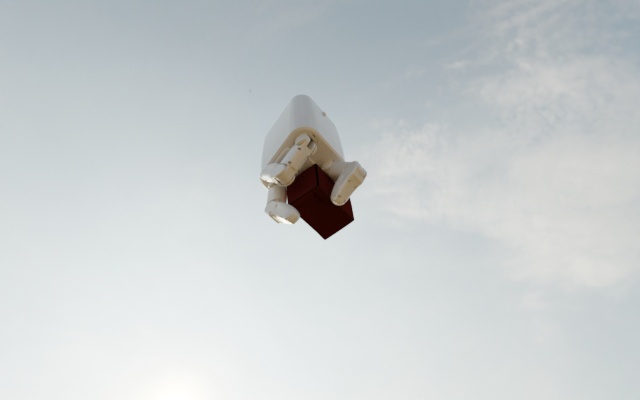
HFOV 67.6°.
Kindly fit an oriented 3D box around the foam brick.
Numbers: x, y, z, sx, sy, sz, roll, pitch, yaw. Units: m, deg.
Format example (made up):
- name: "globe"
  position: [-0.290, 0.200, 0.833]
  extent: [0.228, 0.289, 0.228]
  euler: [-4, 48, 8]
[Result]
- name: "foam brick"
  position: [0.000, 0.002, 0.627]
  extent: [0.053, 0.051, 0.078]
  euler: [-33, -56, 19]
